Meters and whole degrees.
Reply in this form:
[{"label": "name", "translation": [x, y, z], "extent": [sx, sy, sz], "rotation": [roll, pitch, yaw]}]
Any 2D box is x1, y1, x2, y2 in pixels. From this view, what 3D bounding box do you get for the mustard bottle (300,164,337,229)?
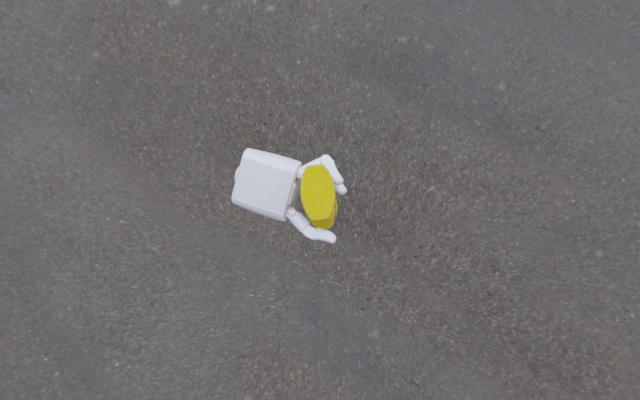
[{"label": "mustard bottle", "translation": [0.000, 0.003, 0.869], "extent": [0.058, 0.096, 0.192], "rotation": [-8, -11, 2]}]
